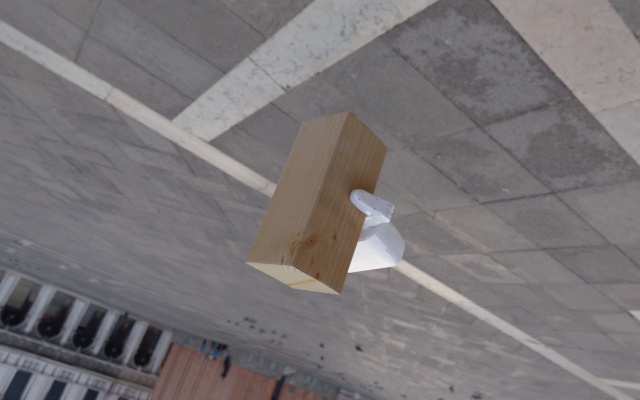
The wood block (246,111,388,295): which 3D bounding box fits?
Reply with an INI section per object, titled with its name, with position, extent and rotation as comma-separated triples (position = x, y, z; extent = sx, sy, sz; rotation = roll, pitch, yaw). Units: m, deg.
[wood block]
position = 0.001, 0.002, 0.602
extent = 0.091, 0.206, 0.090
rotation = -3, -30, 45
